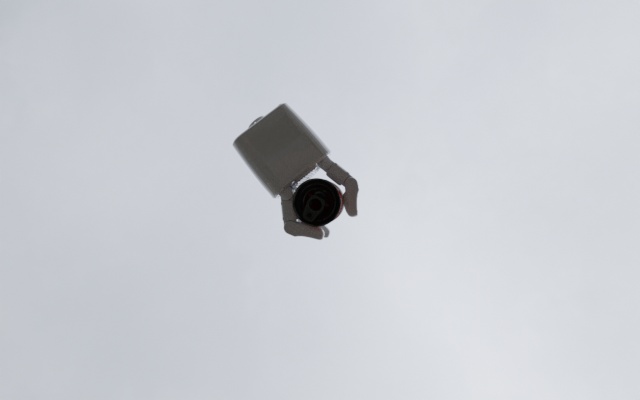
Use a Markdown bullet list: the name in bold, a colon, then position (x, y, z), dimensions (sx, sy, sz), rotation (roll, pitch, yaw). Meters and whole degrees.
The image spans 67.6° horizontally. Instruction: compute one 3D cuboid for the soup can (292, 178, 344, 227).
- **soup can**: position (0.001, 0.003, 0.710), dimensions (0.068, 0.068, 0.102), rotation (0, 0, 7)
